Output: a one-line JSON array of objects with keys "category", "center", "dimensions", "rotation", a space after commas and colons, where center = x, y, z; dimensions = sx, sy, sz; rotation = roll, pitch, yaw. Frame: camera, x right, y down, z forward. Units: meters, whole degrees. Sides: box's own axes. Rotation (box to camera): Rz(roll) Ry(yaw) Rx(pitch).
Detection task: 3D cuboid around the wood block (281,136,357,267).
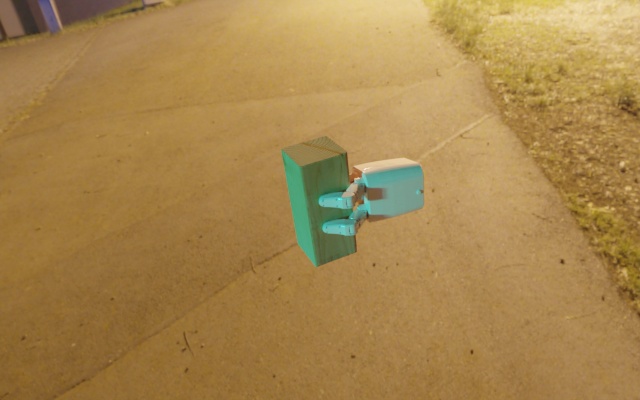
[{"category": "wood block", "center": [0.000, 0.002, 0.860], "dimensions": [0.090, 0.206, 0.090], "rotation": [-18, 32, -17]}]
